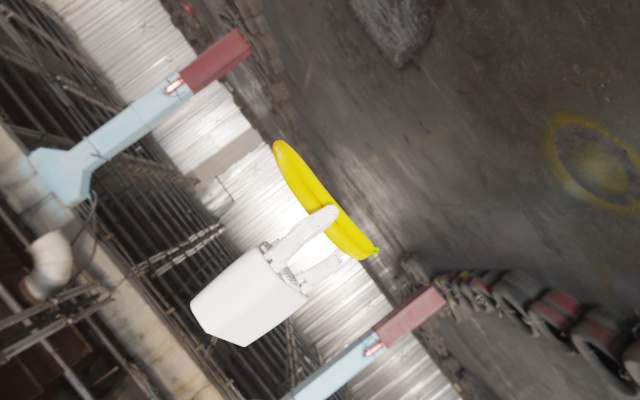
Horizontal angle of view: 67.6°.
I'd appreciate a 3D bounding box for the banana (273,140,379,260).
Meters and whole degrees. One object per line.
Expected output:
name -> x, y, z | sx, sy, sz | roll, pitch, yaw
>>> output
banana -> 0.002, 0.007, 0.590 | 0.037, 0.198, 0.069 | -40, 7, 5
